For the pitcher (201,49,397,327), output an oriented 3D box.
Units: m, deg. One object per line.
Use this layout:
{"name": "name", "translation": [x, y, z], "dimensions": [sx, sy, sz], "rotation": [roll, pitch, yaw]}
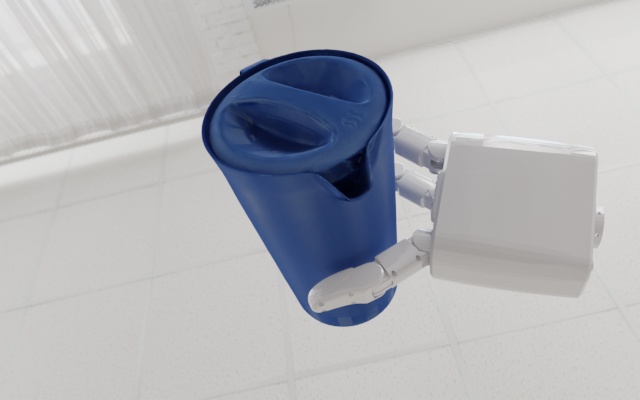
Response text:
{"name": "pitcher", "translation": [0.000, 0.001, 0.415], "dimensions": [0.145, 0.149, 0.243], "rotation": [5, -39, 18]}
